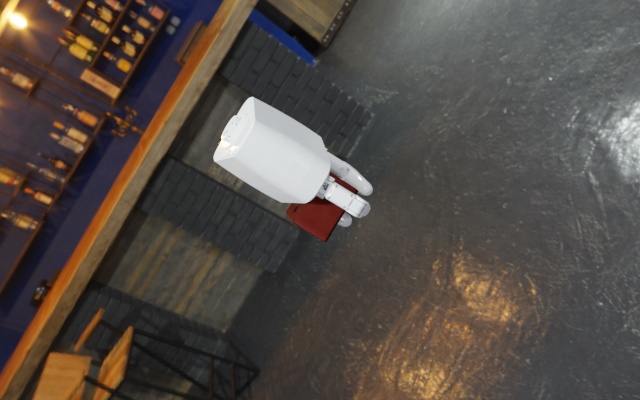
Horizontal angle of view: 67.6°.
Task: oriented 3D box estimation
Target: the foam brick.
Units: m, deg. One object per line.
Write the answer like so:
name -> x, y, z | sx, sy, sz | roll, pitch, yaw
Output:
foam brick -> 0.000, 0.002, 0.604 | 0.051, 0.078, 0.053 | 30, 4, -21
